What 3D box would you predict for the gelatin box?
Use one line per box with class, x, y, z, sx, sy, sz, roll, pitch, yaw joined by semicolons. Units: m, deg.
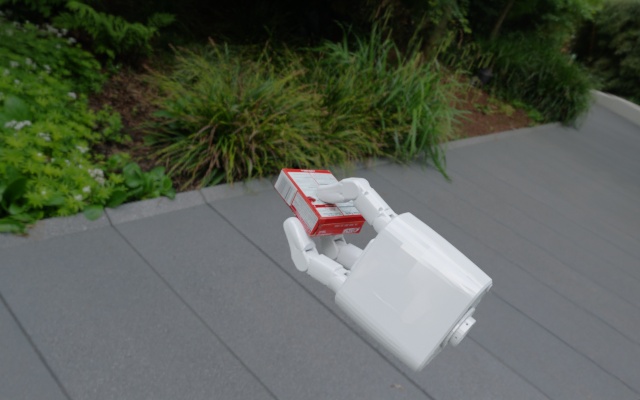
gelatin box;0.000;0.001;0.544;0.073;0.030;0.089;-1;41;-42
